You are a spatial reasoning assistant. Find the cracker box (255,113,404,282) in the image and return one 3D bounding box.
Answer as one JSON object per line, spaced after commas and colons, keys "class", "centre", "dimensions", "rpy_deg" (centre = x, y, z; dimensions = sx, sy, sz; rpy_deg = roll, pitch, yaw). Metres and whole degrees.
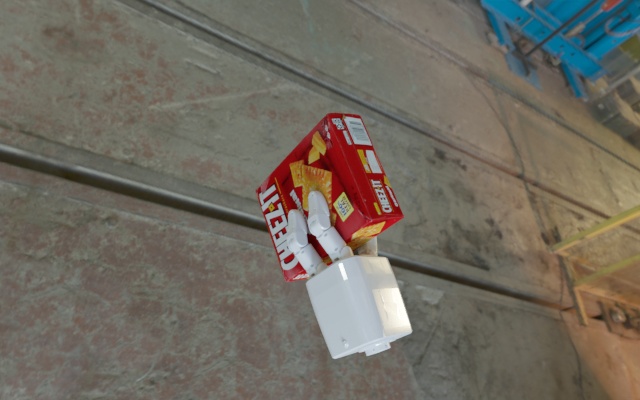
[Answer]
{"class": "cracker box", "centre": [0.000, 0.002, 0.689], "dimensions": [0.072, 0.164, 0.214], "rpy_deg": [-3, -26, -40]}
